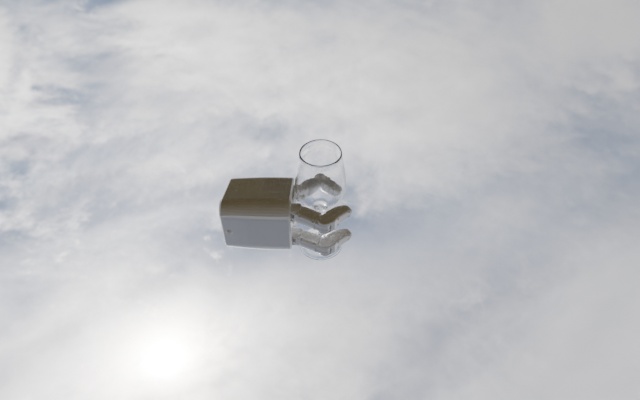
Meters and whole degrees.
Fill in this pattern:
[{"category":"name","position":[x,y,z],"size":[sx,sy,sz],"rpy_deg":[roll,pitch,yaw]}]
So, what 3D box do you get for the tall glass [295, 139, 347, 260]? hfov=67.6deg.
[{"category":"tall glass","position":[0.000,0.003,0.748],"size":[0.079,0.201,0.079],"rpy_deg":[0,45,0]}]
